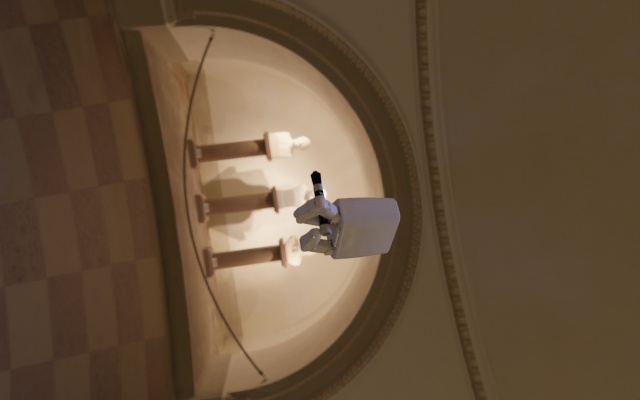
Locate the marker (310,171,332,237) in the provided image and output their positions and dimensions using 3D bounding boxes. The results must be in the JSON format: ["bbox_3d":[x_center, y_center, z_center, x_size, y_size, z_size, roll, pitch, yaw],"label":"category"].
[{"bbox_3d":[0.000,0.003,0.807,0.020,0.121,0.020,-8,-28,-4],"label":"marker"}]
